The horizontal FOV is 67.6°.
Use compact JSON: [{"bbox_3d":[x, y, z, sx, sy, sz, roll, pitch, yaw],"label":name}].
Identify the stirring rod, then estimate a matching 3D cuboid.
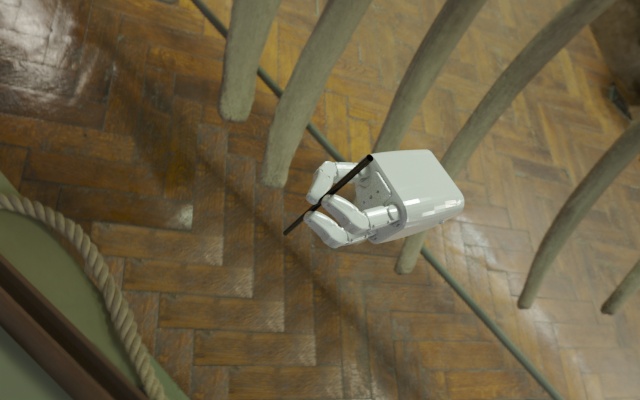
[{"bbox_3d":[0.000,0.002,0.576,0.011,0.011,0.240,0,-22,-26],"label":"stirring rod"}]
